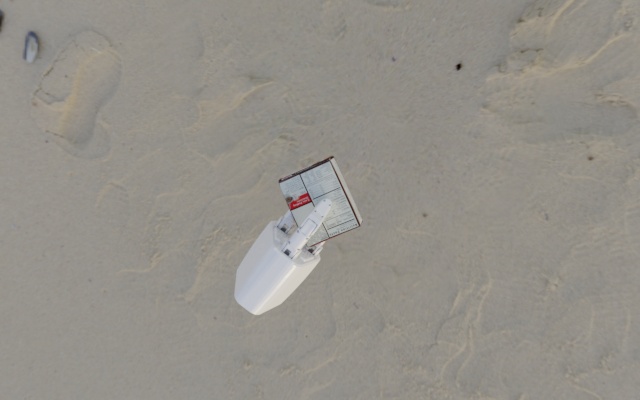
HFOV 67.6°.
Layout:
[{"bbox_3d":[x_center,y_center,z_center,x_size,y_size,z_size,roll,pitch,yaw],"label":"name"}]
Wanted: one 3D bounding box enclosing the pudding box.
[{"bbox_3d":[0.000,0.002,0.711,0.090,0.113,0.039,-23,9,12],"label":"pudding box"}]
